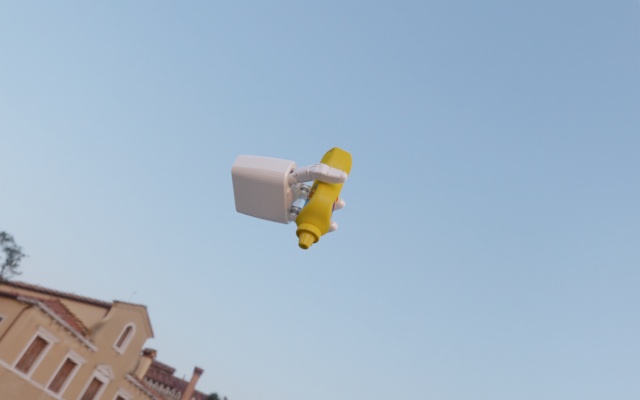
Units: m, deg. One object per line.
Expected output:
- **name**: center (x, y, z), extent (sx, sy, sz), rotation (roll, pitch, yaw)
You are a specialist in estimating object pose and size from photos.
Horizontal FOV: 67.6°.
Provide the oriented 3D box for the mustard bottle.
- **mustard bottle**: center (0.001, 0.003, 0.823), extent (0.058, 0.191, 0.096), rotation (25, -37, -4)
